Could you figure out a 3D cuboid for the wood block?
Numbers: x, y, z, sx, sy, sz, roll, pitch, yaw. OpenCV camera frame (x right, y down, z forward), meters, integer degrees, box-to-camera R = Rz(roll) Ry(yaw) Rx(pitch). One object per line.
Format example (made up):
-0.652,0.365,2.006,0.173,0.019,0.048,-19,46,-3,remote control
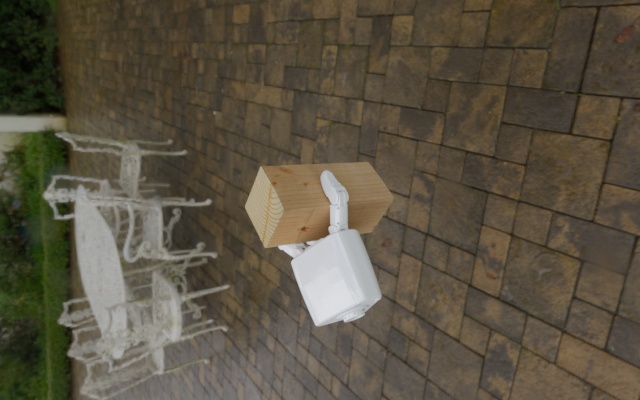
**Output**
0.000,0.003,0.760,0.206,0.090,0.091,-5,-40,-35,wood block
